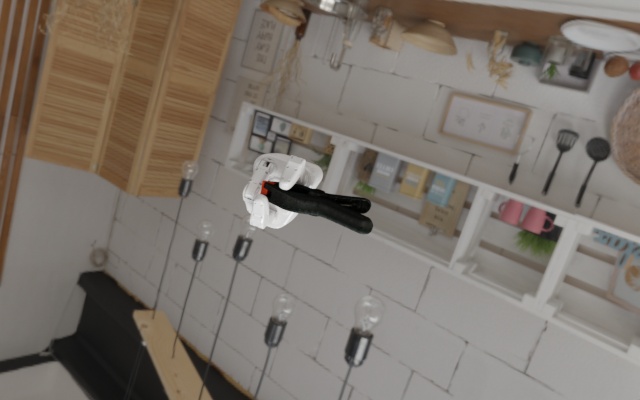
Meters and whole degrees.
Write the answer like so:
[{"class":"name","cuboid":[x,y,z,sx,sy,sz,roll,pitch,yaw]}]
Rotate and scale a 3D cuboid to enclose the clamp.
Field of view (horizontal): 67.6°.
[{"class":"clamp","cuboid":[0.000,0.003,0.700,0.171,0.039,0.120,19,10,9]}]
